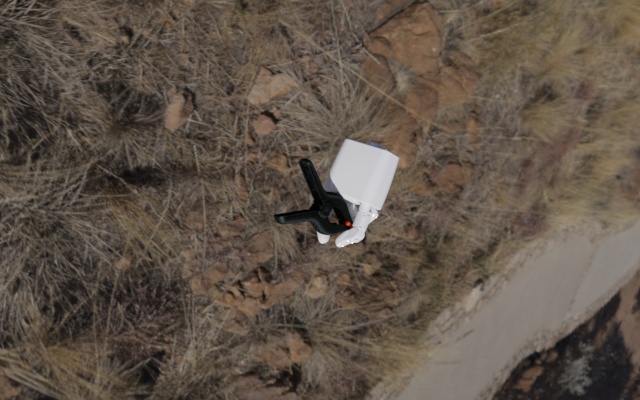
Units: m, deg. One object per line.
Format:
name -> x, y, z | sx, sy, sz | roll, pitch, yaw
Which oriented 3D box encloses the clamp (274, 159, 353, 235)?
clamp -> 0.001, 0.003, 0.853 | 0.171, 0.120, 0.039 | 23, -1, -43
